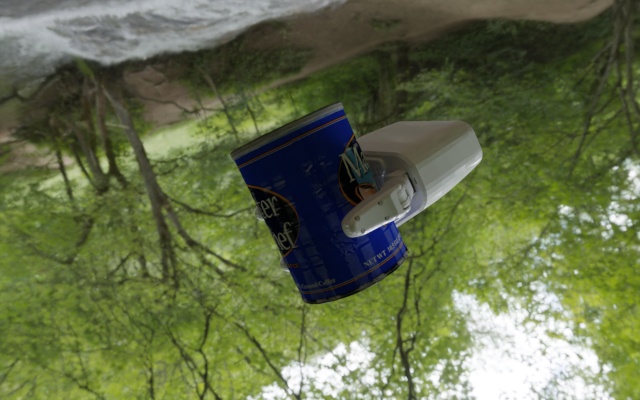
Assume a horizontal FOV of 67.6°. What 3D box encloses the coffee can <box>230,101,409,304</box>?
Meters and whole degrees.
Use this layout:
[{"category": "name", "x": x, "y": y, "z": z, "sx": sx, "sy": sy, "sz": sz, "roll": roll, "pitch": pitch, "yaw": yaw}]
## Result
[{"category": "coffee can", "x": 0.000, "y": 0.001, "z": 0.409, "sx": 0.103, "sy": 0.140, "sz": 0.103, "roll": -25, "pitch": 7, "yaw": 3}]
